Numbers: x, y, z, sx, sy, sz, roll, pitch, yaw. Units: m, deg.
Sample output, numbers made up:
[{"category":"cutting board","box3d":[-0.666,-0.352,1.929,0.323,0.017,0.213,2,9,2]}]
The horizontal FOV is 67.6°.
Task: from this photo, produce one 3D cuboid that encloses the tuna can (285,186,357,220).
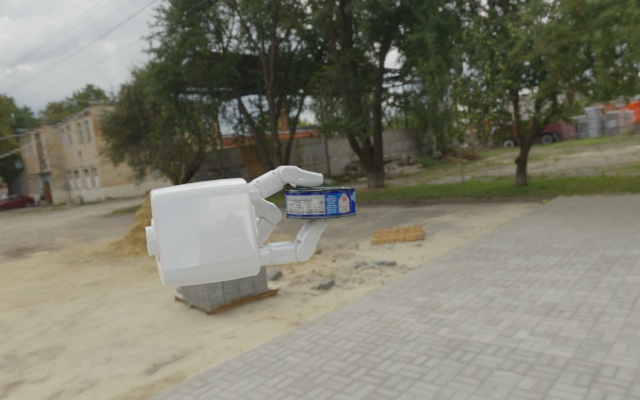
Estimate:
[{"category":"tuna can","box3d":[0.000,0.001,0.576,0.086,0.034,0.086,-2,4,0]}]
